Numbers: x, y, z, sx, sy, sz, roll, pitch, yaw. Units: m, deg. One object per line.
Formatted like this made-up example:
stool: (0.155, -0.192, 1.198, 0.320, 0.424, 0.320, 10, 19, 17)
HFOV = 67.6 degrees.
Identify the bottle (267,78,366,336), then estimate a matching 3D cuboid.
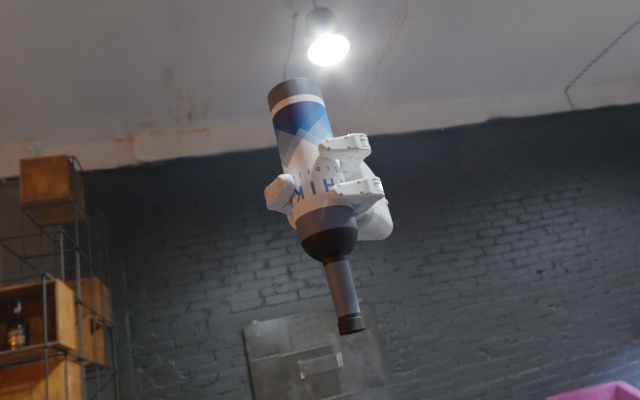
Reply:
bottle: (0.000, 0.002, 0.540, 0.069, 0.295, 0.069, -12, -21, -5)
